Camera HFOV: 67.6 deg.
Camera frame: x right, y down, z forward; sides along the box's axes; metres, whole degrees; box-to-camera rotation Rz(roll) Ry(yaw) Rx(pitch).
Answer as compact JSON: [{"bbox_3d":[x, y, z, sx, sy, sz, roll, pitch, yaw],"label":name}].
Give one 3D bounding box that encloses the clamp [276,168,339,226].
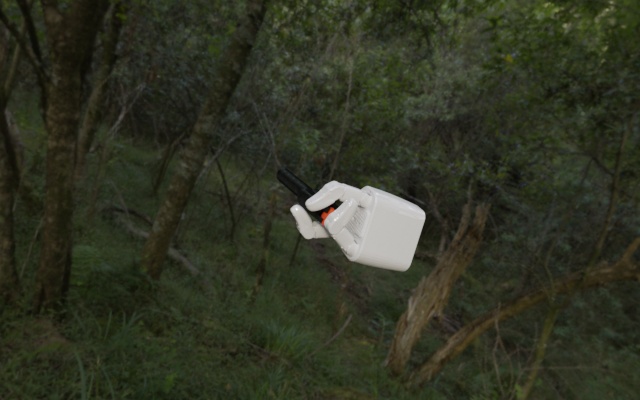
[{"bbox_3d":[0.000,0.002,0.787,0.120,0.039,0.171,19,17,-29],"label":"clamp"}]
